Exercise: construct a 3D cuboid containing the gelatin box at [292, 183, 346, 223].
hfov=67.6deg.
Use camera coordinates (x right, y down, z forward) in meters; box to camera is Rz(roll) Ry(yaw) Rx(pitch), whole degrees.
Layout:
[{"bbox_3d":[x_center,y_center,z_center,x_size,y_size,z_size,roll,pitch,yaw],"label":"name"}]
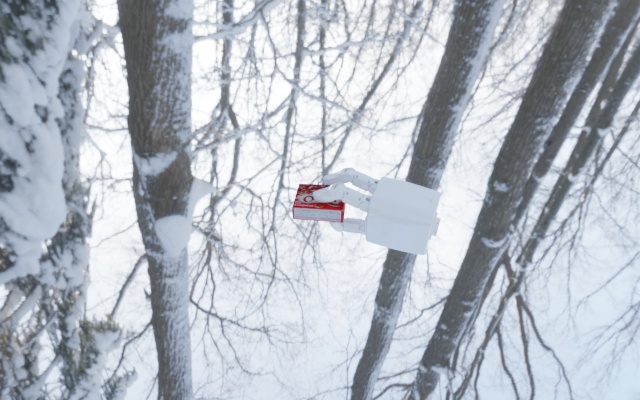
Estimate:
[{"bbox_3d":[0.000,0.003,0.832,0.089,0.030,0.073,3,37,6],"label":"gelatin box"}]
